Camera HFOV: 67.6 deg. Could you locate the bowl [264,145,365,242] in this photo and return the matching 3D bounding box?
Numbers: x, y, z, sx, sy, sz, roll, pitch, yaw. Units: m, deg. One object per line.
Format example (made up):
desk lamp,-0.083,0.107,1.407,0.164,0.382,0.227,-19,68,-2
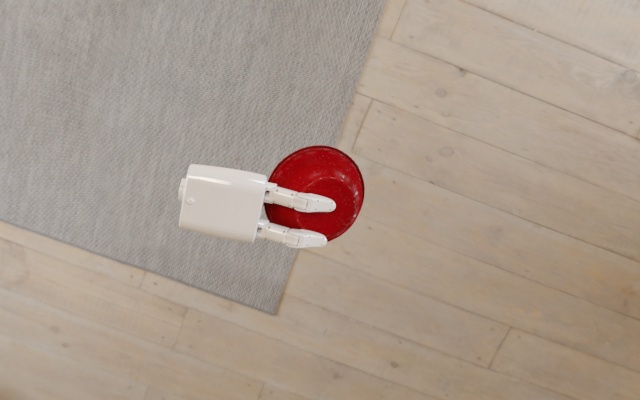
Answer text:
bowl,0.002,0.002,0.711,0.162,0.162,0.055,0,18,-19
